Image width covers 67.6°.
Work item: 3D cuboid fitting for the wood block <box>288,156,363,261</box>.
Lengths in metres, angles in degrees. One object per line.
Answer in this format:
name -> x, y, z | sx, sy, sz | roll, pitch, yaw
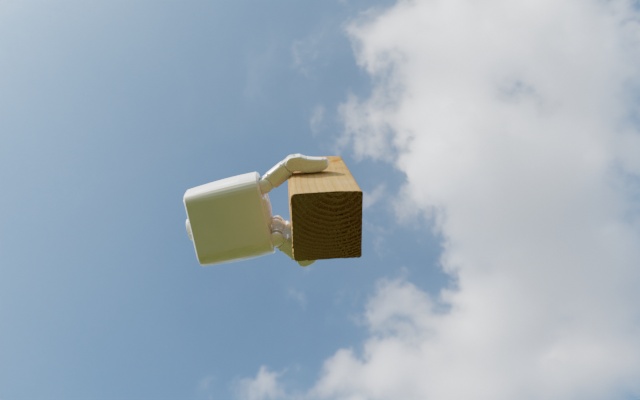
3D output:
wood block -> 0.000, 0.002, 0.686 | 0.090, 0.091, 0.206 | -3, 18, -5
